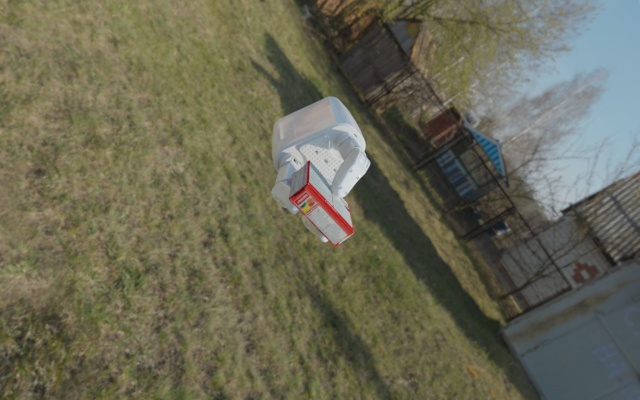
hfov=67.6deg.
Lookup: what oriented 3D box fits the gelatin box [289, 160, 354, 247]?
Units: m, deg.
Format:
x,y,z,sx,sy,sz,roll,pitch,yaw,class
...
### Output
x,y,z,sx,sy,sz,roll,pitch,yaw,class
0.000,0.002,0.525,0.030,0.073,0.089,-39,16,12,gelatin box
